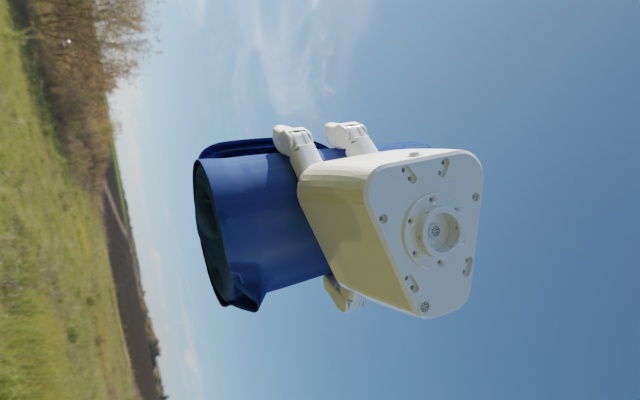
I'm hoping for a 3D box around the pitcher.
[{"bbox_3d":[0.000,0.002,0.473,0.243,0.149,0.145,-11,6,-22],"label":"pitcher"}]
